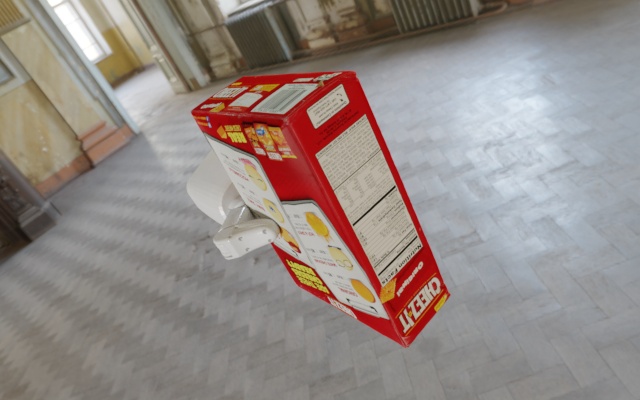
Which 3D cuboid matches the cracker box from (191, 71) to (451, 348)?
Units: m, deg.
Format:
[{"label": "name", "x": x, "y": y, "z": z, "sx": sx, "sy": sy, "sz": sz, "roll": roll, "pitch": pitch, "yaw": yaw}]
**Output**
[{"label": "cracker box", "x": 0.000, "y": 0.001, "z": 0.402, "sx": 0.072, "sy": 0.214, "sz": 0.164, "roll": -41, "pitch": 30, "yaw": -22}]
